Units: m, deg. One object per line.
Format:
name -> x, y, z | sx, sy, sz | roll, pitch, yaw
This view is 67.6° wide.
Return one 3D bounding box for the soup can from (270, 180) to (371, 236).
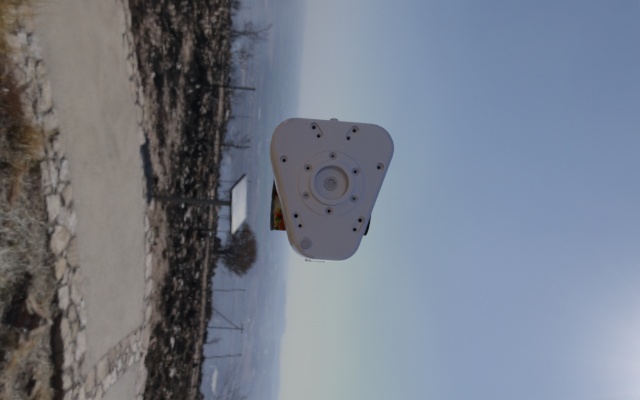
soup can -> 0.000, 0.002, 0.510 | 0.102, 0.068, 0.068 | 4, 0, -3
